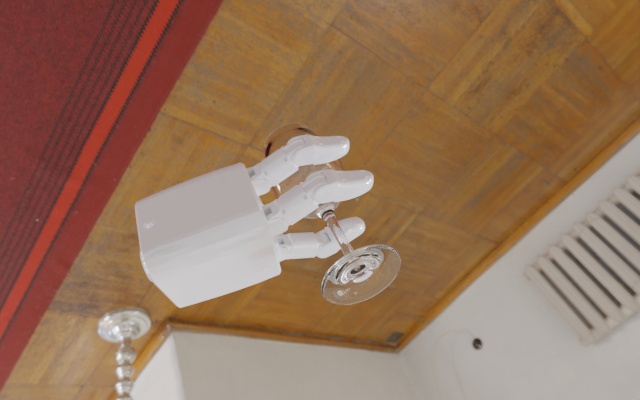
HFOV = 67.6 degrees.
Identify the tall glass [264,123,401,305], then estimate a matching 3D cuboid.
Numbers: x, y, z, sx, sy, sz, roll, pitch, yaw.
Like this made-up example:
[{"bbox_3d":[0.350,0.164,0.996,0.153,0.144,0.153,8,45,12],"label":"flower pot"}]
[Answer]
[{"bbox_3d":[0.000,0.002,0.474,0.079,0.079,0.201,0,40,-27],"label":"tall glass"}]
